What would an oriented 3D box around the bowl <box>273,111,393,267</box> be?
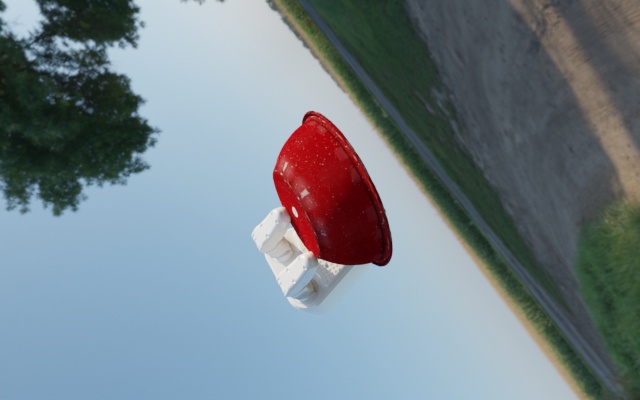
[{"bbox_3d":[0.000,0.001,0.446,0.055,0.162,0.162,-27,7,-14],"label":"bowl"}]
